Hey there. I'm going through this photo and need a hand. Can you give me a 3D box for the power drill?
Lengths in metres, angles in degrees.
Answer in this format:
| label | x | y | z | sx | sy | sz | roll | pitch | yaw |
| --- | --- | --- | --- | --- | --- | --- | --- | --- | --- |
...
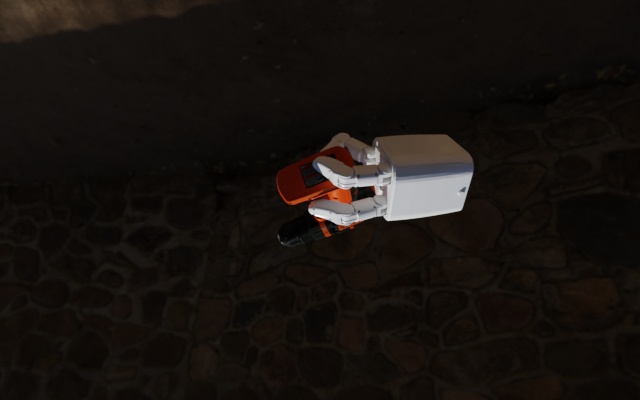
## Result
| label | x | y | z | sx | sy | sz | roll | pitch | yaw |
| --- | --- | --- | --- | --- | --- | --- | --- | --- | --- |
| power drill | 0.000 | 0.002 | 0.706 | 0.184 | 0.057 | 0.188 | -24 | -24 | 5 |
